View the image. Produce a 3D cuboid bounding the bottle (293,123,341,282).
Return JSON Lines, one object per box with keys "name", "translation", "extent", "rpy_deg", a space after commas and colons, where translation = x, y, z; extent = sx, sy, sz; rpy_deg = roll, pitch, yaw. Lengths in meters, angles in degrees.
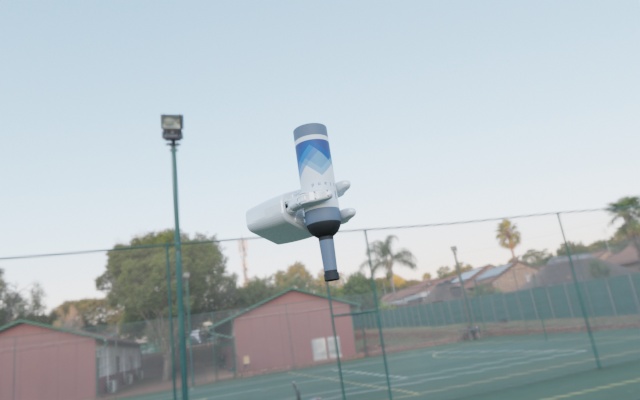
{"name": "bottle", "translation": [0.000, 0.003, 0.894], "extent": [0.069, 0.295, 0.069], "rpy_deg": [-8, -15, -2]}
